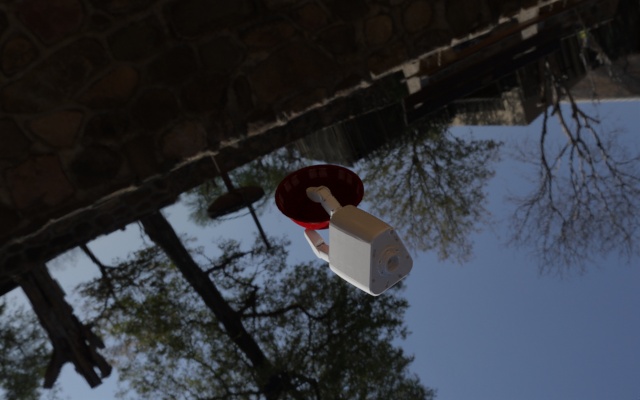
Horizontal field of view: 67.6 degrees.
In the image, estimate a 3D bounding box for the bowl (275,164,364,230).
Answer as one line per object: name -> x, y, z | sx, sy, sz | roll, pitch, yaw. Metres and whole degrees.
bowl -> 0.000, 0.002, 0.872 | 0.162, 0.055, 0.162 | -4, 42, 4
